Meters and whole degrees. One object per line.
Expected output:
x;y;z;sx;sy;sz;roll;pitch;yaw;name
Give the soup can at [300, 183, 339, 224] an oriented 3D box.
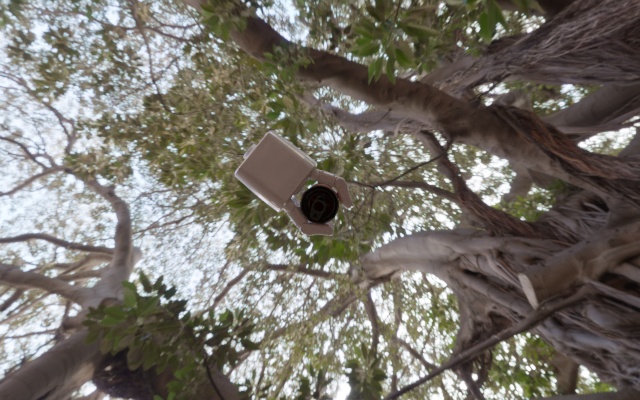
0.001;0.003;0.876;0.068;0.068;0.102;0;5;2;soup can
